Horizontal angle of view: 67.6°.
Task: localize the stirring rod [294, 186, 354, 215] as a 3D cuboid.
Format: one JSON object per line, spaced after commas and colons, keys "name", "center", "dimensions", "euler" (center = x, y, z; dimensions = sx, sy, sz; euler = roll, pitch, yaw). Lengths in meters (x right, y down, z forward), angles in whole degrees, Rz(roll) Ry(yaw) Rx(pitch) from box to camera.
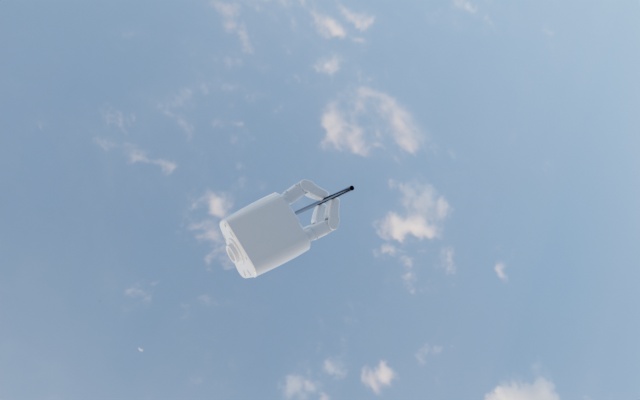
{"name": "stirring rod", "center": [0.000, 0.003, 0.858], "dimensions": [0.011, 0.011, 0.239], "euler": [0, -11, -25]}
